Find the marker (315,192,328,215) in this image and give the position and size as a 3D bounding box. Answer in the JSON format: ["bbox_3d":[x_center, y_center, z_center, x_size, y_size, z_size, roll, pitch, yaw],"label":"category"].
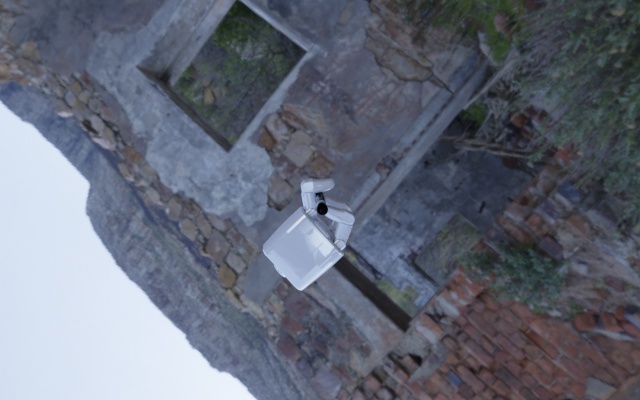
[{"bbox_3d":[0.000,0.003,0.838,0.020,0.020,0.121,0,14,-4],"label":"marker"}]
